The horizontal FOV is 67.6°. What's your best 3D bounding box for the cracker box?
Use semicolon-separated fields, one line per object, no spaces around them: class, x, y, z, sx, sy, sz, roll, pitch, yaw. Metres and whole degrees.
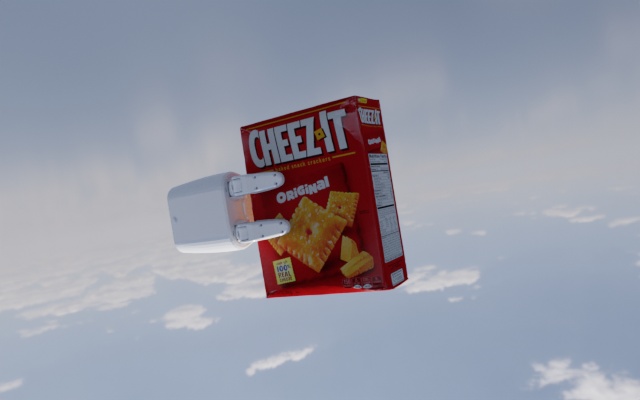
cracker box;0.000;0.002;0.562;0.164;0.213;0.072;-9;0;30
